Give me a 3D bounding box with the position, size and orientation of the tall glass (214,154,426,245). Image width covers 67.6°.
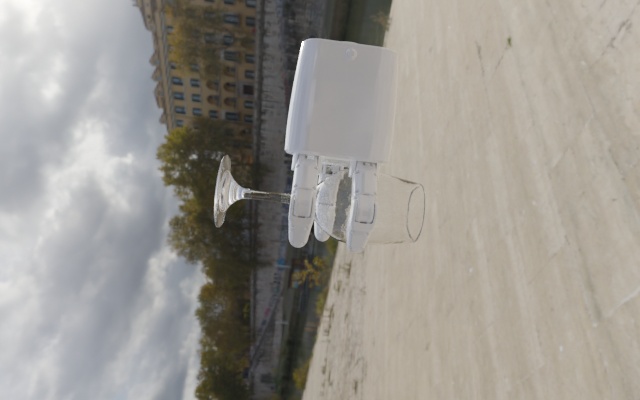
[{"bbox_3d":[-0.001,0.002,0.484,0.201,0.079,0.079,7,0,-3],"label":"tall glass"}]
